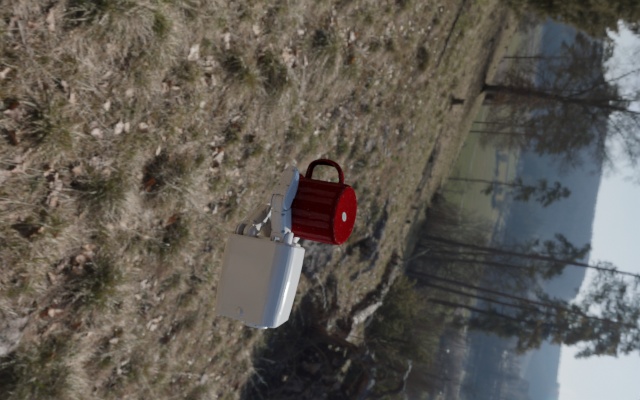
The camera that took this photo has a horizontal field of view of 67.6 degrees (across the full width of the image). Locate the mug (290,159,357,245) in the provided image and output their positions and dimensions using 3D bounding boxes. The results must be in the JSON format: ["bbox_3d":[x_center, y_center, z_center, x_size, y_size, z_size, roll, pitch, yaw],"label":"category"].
[{"bbox_3d":[0.001,0.001,0.641,0.081,0.117,0.093,9,-5,25],"label":"mug"}]
